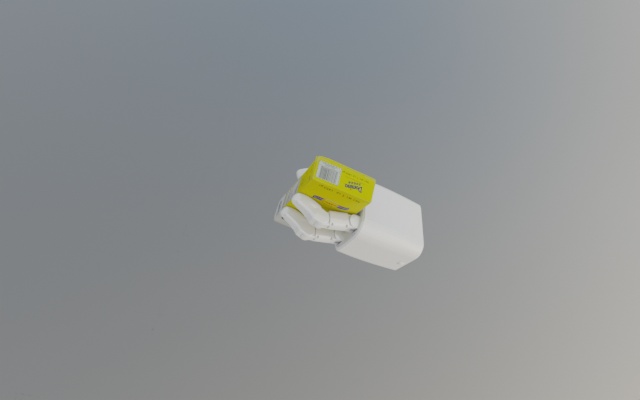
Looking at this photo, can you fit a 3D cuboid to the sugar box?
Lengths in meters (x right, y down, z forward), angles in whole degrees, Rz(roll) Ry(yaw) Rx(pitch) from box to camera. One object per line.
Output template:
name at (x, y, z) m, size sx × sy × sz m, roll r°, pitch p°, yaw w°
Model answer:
sugar box at (0.000, 0.003, 0.722) m, size 0.093 × 0.048 × 0.176 m, roll 23°, pitch -31°, yaw -13°
